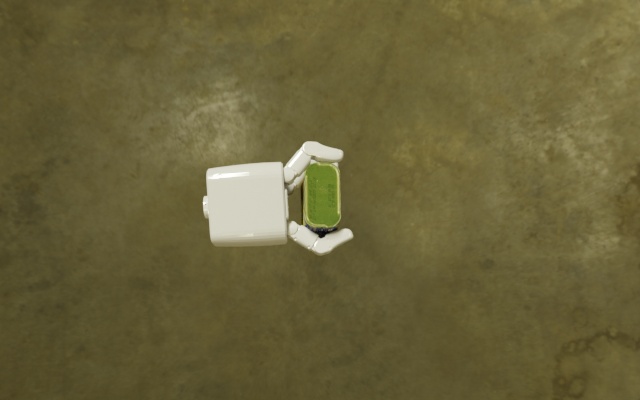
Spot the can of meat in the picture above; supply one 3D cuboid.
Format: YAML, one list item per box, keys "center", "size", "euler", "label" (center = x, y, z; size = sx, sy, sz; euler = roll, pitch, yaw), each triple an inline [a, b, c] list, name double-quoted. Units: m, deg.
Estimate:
- center: [0.000, 0.002, 0.705]
  size: [0.057, 0.102, 0.084]
  euler: [0, -16, -3]
  label: "can of meat"
